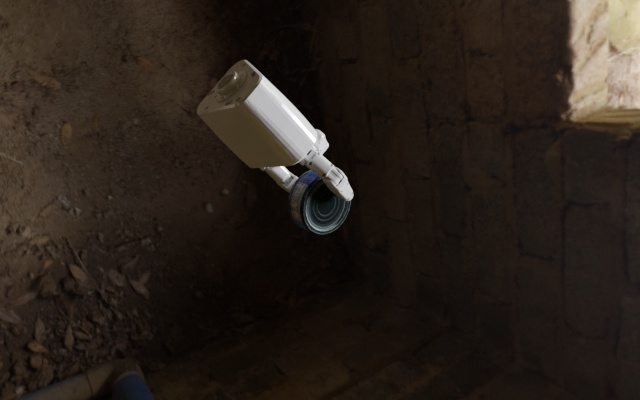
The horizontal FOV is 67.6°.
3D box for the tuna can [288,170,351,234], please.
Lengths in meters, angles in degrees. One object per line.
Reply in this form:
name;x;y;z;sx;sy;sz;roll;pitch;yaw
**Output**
tuna can;0.000;0.002;0.649;0.086;0.086;0.033;0;14;-39
